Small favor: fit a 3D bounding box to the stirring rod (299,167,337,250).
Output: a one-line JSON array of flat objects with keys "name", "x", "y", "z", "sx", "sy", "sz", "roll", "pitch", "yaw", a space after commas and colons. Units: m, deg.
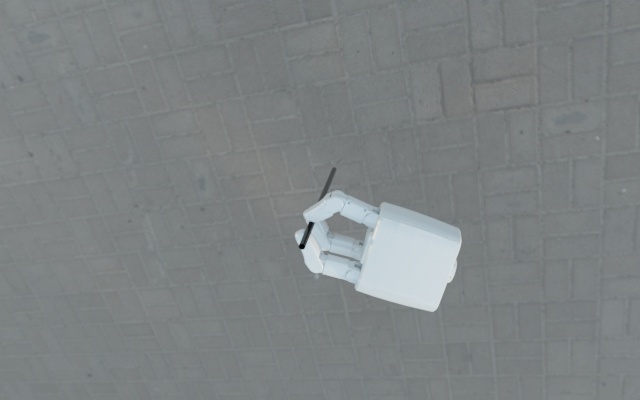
[{"name": "stirring rod", "x": 0.000, "y": 0.002, "z": 0.672, "sx": 0.011, "sy": 0.011, "sz": 0.239, "roll": 0, "pitch": 26, "yaw": 12}]
